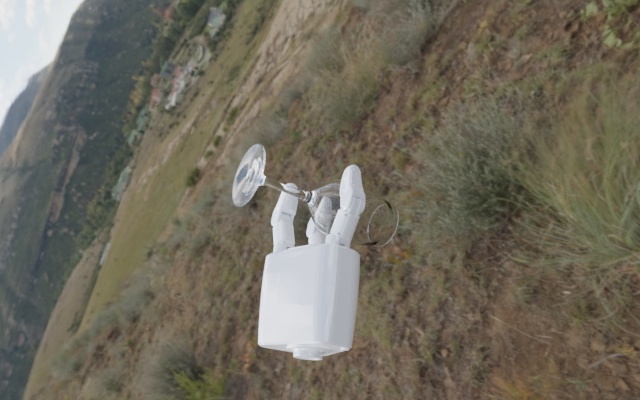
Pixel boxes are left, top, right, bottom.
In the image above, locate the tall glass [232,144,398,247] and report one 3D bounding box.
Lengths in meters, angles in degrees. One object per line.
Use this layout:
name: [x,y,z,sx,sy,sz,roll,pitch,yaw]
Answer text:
tall glass: [0.000,0.002,0.578,0.201,0.079,0.079,20,-10,-30]
